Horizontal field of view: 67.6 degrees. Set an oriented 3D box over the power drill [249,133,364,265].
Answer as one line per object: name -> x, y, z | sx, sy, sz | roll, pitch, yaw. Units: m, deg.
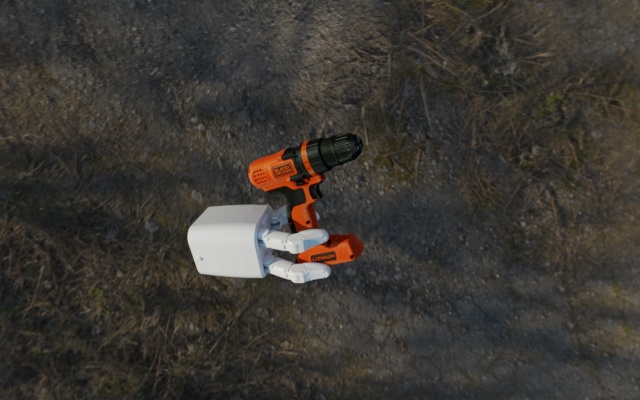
power drill -> 0.000, 0.003, 0.716 | 0.184, 0.188, 0.057 | -14, 14, 27
